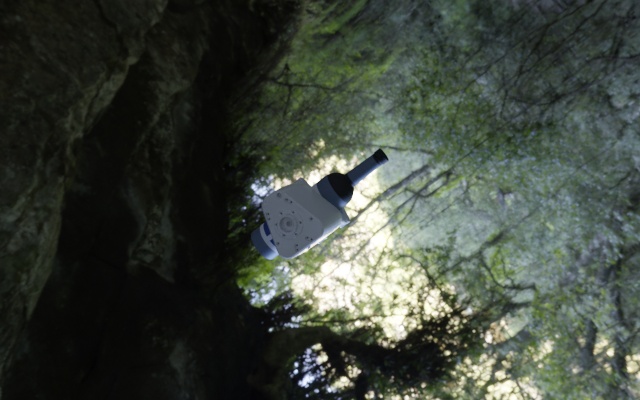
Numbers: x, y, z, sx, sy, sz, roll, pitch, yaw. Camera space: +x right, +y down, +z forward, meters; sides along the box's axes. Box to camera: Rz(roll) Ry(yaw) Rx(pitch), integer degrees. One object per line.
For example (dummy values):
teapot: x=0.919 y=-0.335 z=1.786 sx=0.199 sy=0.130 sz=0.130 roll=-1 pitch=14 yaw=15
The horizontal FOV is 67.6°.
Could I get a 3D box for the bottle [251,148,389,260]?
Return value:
bottle: x=0.000 y=0.003 z=0.883 sx=0.296 sy=0.069 sz=0.069 roll=-37 pitch=-13 yaw=18
